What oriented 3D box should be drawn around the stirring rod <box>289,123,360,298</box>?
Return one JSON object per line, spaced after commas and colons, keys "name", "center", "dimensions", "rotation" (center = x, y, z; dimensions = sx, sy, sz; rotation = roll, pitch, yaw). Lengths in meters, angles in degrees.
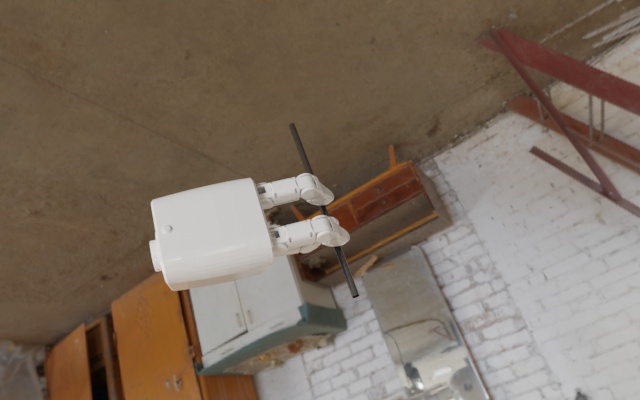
{"name": "stirring rod", "center": [0.000, 0.002, 0.559], "dimensions": [0.011, 0.239, 0.011], "rotation": [-16, -29, -9]}
